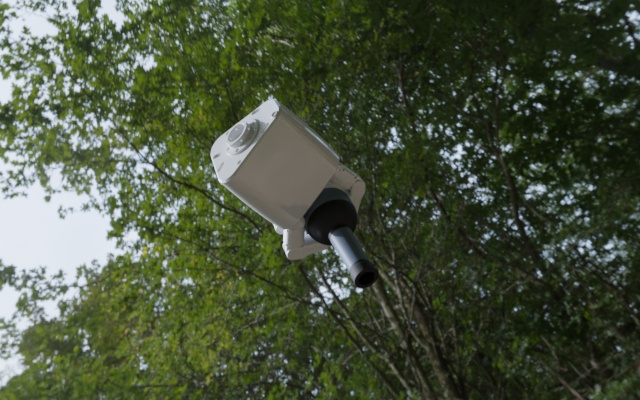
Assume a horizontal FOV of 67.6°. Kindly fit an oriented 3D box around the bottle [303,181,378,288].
[{"bbox_3d":[0.000,0.002,0.614,0.069,0.069,0.295,0,33,-23],"label":"bottle"}]
